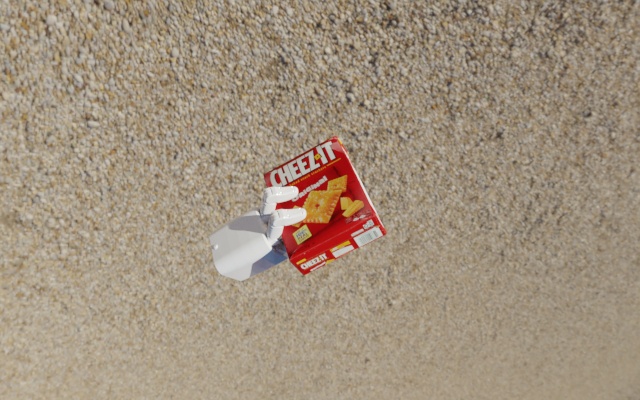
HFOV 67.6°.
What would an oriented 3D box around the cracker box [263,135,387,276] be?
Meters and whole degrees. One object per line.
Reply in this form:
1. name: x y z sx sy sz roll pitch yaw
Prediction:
1. cracker box: 0.000 0.003 0.859 0.164 0.213 0.072 -27 -40 7
